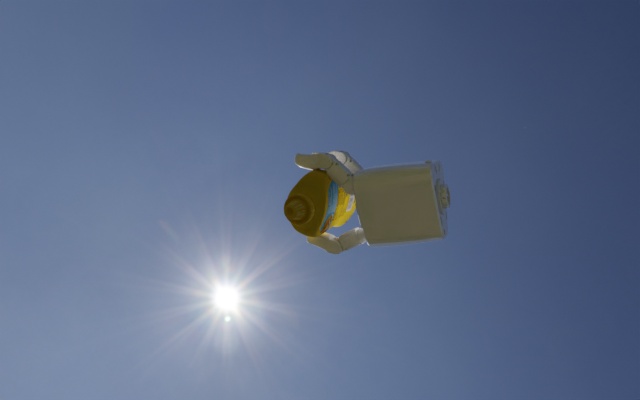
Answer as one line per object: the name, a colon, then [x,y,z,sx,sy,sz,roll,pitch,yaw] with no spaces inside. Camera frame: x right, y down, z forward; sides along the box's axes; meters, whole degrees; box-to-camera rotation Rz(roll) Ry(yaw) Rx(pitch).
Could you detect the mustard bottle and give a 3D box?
mustard bottle: [0.000,0.002,0.688,0.058,0.096,0.191,18,15,20]
